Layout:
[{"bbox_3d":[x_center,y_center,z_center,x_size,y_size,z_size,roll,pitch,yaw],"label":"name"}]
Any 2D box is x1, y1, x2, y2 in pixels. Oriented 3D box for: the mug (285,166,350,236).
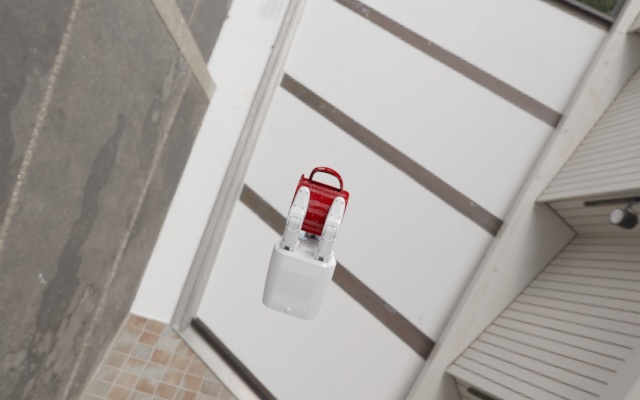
[{"bbox_3d":[0.001,0.001,0.752,0.081,0.117,0.093,17,22,1],"label":"mug"}]
